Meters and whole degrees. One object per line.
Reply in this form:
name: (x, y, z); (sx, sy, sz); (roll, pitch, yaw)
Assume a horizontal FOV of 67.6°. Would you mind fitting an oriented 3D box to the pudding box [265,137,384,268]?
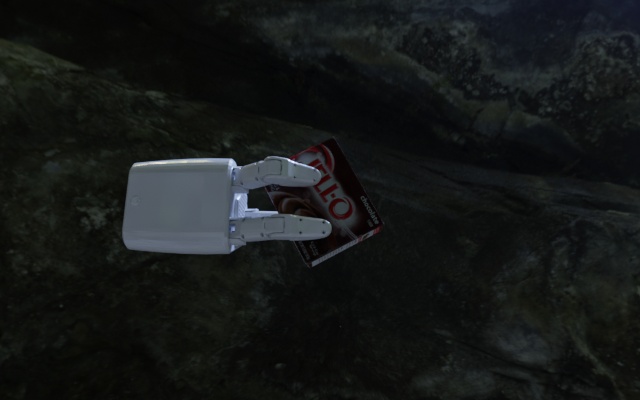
pudding box: (0.000, 0.002, 0.504); (0.090, 0.113, 0.039); (-27, -13, -7)
